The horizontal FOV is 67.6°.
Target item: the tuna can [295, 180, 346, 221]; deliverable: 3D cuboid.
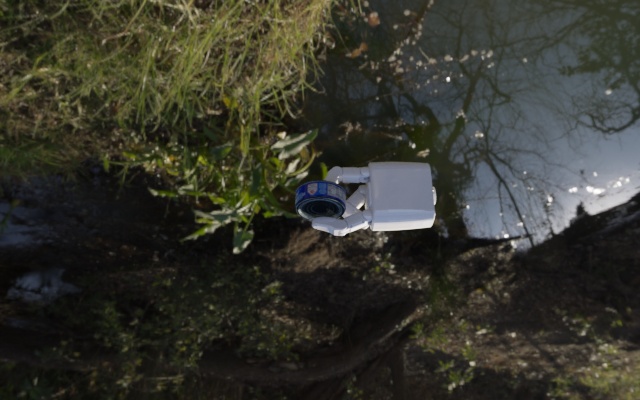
[{"bbox_3d":[0.000,0.003,0.799,0.086,0.033,0.086,1,-31,1],"label":"tuna can"}]
